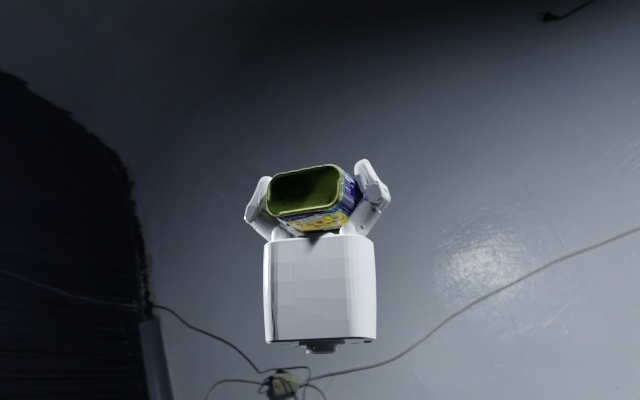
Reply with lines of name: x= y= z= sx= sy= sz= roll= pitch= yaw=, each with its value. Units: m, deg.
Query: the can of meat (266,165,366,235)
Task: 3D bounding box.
can of meat: x=0.000 y=0.002 z=0.549 sx=0.102 sy=0.057 sz=0.084 roll=-9 pitch=-22 yaw=28
